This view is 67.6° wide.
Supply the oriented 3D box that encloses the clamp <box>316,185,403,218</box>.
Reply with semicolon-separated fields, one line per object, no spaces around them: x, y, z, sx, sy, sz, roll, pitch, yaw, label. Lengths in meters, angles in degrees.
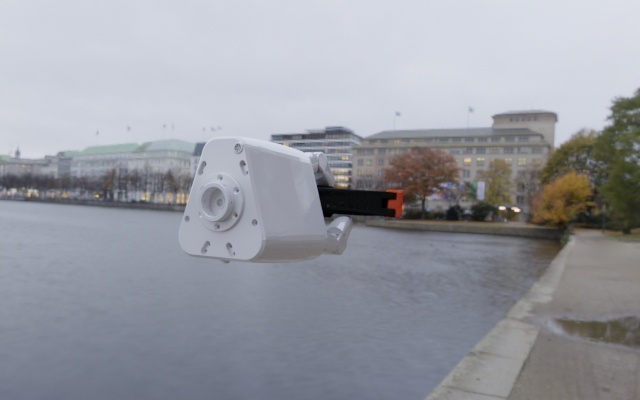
0.001;0.001;0.554;0.210;0.036;0.164;2;-3;27;clamp
